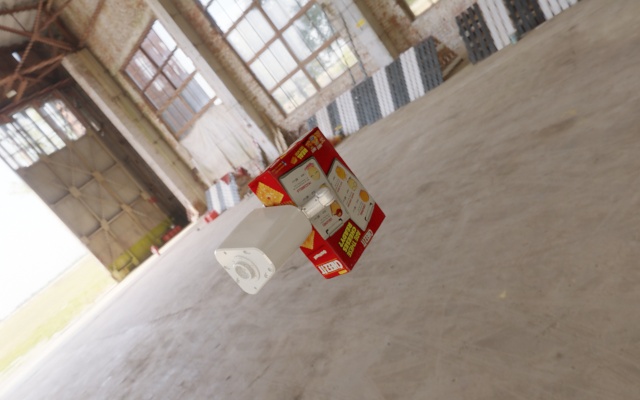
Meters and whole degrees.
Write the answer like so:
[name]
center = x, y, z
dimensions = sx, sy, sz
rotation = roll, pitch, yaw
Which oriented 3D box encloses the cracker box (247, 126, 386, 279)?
[cracker box]
center = 0.000, 0.003, 0.832
dimensions = 0.072, 0.214, 0.164
rotation = -27, 16, 44
